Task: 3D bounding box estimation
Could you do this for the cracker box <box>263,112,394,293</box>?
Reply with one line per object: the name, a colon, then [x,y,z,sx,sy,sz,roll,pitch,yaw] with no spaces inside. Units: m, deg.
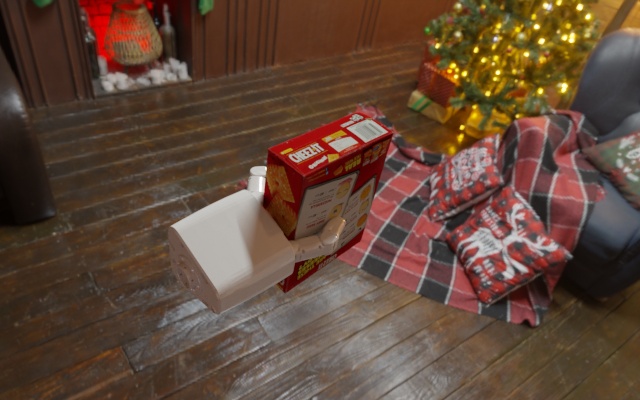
cracker box: [0.000,0.002,0.650,0.164,0.214,0.072,-29,56,-36]
